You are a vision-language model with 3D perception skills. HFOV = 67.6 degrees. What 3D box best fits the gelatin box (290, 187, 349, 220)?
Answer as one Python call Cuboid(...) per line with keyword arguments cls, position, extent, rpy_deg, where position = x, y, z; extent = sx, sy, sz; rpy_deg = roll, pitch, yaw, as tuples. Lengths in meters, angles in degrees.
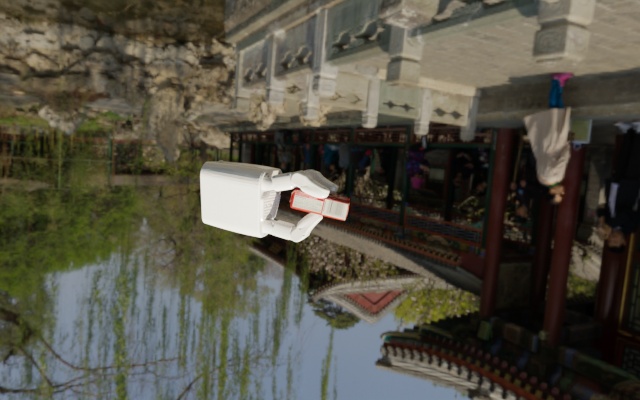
Cuboid(cls="gelatin box", position=(0.000, 0.003, 0.752), extent=(0.089, 0.030, 0.073), rpy_deg=(14, 8, 2))
